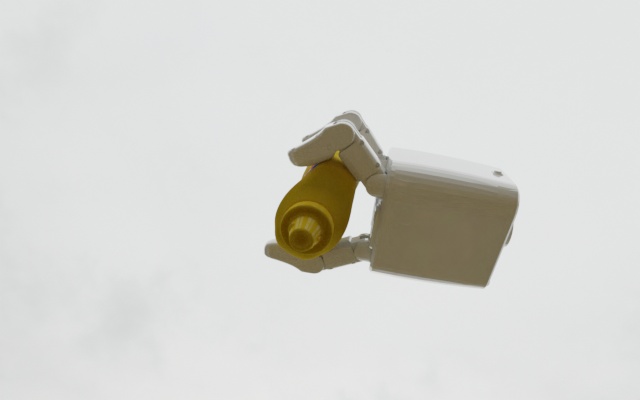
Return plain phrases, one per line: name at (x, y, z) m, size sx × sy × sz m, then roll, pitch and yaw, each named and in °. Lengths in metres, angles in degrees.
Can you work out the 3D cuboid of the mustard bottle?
mustard bottle at (0.000, 0.001, 0.434) m, size 0.058 × 0.096 × 0.191 m, roll 33°, pitch 19°, yaw -3°
